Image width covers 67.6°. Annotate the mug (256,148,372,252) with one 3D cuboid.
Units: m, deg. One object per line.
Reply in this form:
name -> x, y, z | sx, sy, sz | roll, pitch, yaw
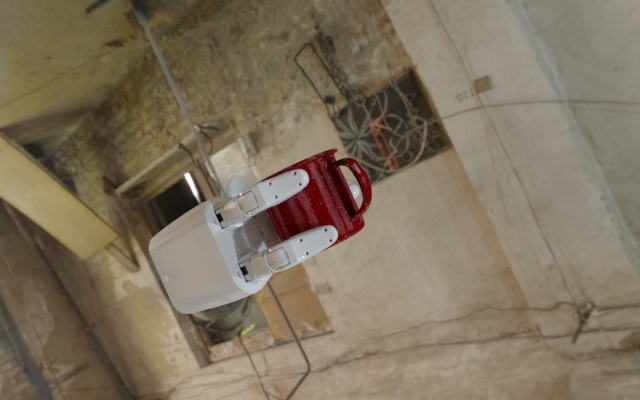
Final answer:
mug -> 0.001, 0.001, 0.456 | 0.117, 0.081, 0.093 | -25, 0, 36
